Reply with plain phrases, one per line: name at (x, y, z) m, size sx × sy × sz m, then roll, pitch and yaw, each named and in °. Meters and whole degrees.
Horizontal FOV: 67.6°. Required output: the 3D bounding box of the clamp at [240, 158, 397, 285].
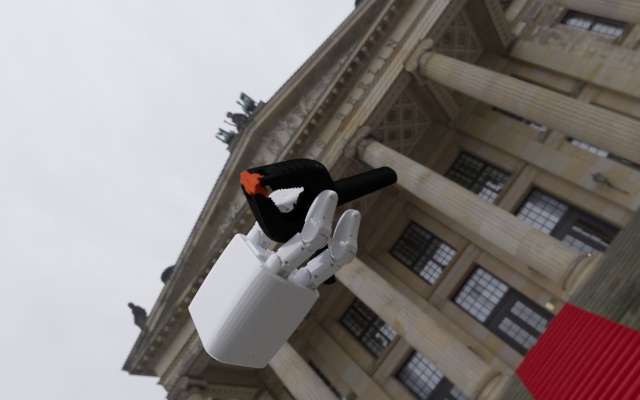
clamp at (-0.001, 0.001, 0.523) m, size 0.036 × 0.164 × 0.210 m, roll 34°, pitch 0°, yaw 40°
